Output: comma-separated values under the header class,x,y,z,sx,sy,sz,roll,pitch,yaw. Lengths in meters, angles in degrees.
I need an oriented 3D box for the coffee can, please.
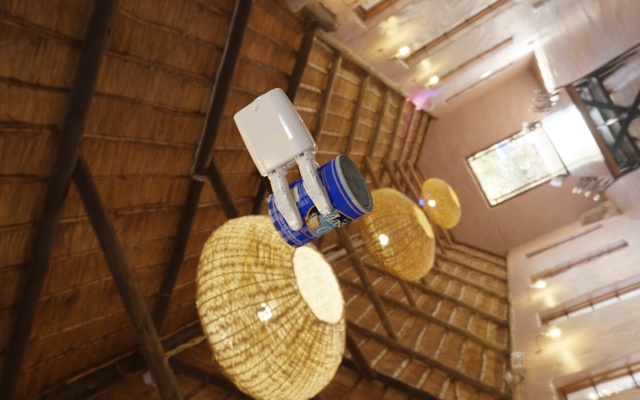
class,x,y,z,sx,sy,sz,roll,pitch,yaw
coffee can,0.000,0.003,0.776,0.140,0.103,0.103,-28,-11,21
